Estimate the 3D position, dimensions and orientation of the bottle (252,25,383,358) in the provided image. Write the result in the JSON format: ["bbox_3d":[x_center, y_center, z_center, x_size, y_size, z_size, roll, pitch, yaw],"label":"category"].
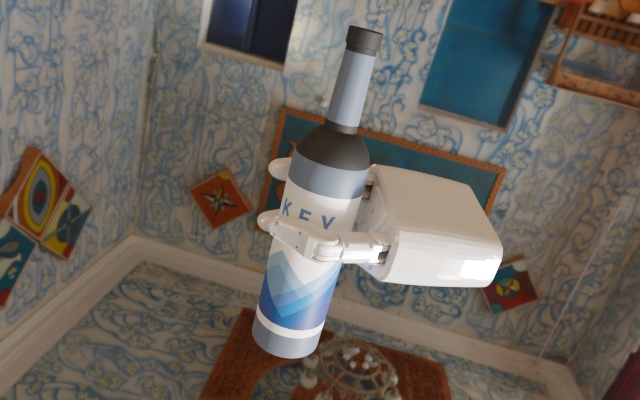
[{"bbox_3d":[0.000,0.002,0.419,0.069,0.296,0.069,13,22,-5],"label":"bottle"}]
